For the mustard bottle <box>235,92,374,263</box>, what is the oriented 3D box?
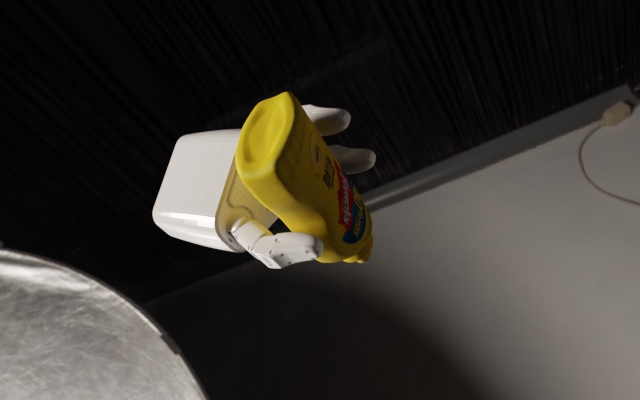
[{"bbox_3d":[0.000,0.001,0.435,0.058,0.096,0.192,-17,-45,22],"label":"mustard bottle"}]
